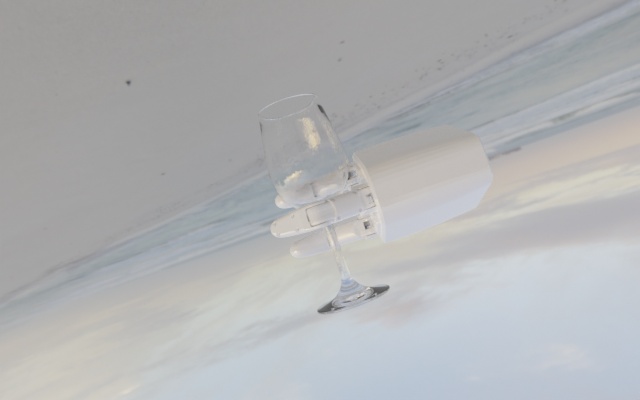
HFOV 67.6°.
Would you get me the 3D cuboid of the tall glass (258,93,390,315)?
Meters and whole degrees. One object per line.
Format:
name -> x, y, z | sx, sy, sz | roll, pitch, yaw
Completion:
tall glass -> 0.000, 0.002, 0.464 | 0.079, 0.201, 0.079 | -19, -2, -1
